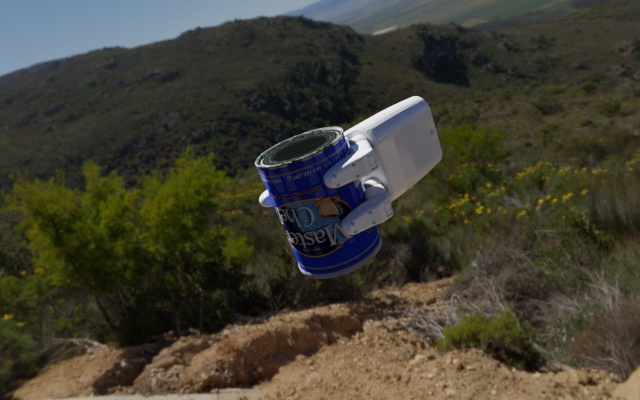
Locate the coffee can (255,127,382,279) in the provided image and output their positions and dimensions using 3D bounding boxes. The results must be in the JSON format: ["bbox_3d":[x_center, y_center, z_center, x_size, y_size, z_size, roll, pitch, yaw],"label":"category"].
[{"bbox_3d":[0.000,0.002,0.540,0.103,0.140,0.102,-18,21,7],"label":"coffee can"}]
